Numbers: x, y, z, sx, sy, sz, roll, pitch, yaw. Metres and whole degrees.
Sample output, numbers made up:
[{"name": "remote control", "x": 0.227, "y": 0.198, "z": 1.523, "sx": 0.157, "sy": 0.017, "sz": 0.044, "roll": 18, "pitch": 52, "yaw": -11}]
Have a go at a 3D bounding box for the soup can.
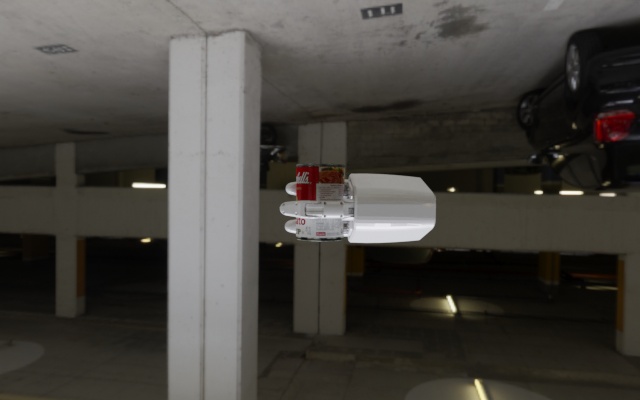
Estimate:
[{"name": "soup can", "x": 0.000, "y": 0.002, "z": 0.655, "sx": 0.068, "sy": 0.102, "sz": 0.068, "roll": 1, "pitch": 1, "yaw": 0}]
